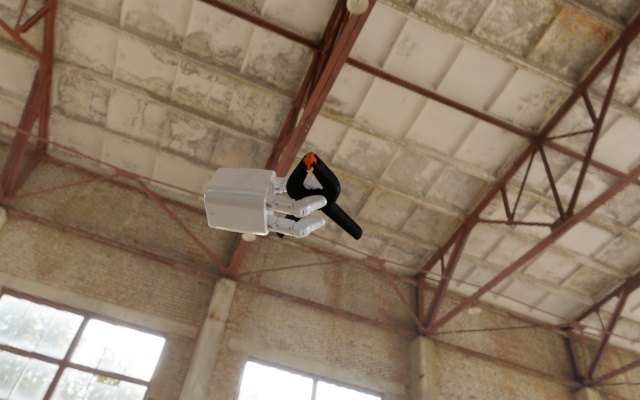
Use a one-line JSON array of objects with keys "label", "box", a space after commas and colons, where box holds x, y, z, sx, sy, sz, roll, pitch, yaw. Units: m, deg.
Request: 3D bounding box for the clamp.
[{"label": "clamp", "box": [0.000, 0.002, 0.850, 0.164, 0.036, 0.210, 5, -43, 1]}]
